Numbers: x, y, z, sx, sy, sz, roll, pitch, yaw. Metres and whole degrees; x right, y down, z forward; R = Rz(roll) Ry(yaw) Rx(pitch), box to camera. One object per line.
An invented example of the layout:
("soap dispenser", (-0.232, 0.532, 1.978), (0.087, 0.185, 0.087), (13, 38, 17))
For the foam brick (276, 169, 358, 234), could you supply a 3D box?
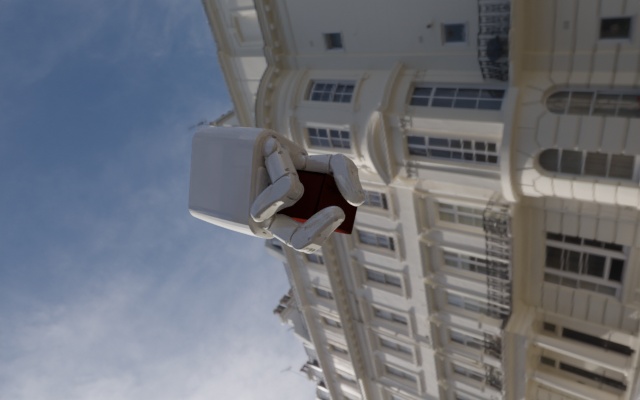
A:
("foam brick", (0.000, 0.002, 0.525), (0.051, 0.053, 0.078), (9, -9, 35))
